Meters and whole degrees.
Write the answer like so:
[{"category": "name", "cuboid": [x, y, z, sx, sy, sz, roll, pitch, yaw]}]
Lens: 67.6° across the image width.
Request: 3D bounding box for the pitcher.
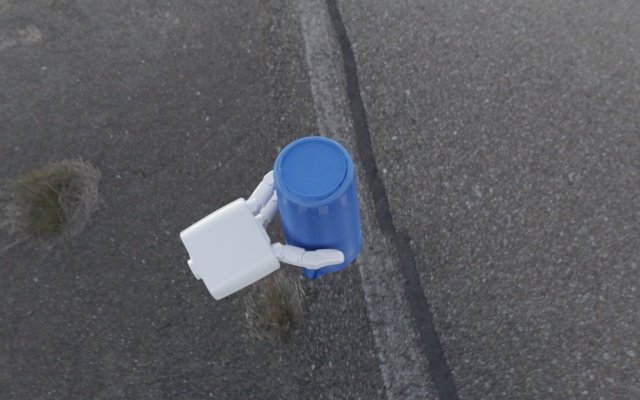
[{"category": "pitcher", "cuboid": [0.000, 0.003, 0.730, 0.145, 0.149, 0.243, -27, -26, -10]}]
